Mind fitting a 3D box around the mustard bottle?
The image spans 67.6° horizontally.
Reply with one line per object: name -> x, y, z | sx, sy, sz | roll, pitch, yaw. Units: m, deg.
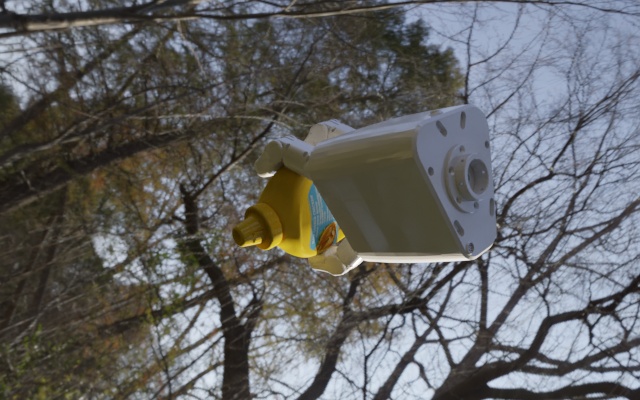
mustard bottle -> 0.000, 0.001, 0.459 | 0.191, 0.096, 0.058 | -24, 35, -38
